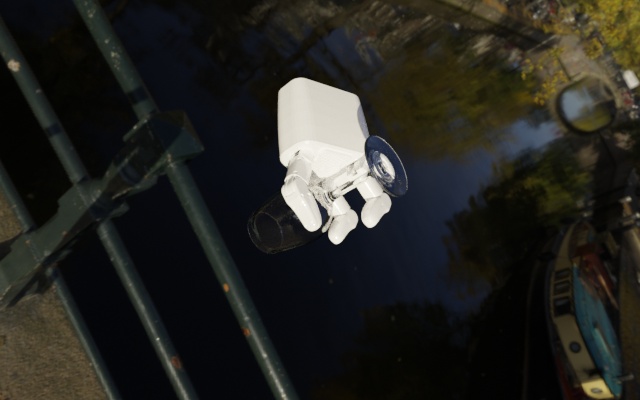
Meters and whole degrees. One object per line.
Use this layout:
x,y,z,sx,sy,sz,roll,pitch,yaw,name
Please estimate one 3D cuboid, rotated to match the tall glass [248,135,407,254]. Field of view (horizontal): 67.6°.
0.001,0.002,0.571,0.201,0.079,0.079,-29,-18,34,tall glass
